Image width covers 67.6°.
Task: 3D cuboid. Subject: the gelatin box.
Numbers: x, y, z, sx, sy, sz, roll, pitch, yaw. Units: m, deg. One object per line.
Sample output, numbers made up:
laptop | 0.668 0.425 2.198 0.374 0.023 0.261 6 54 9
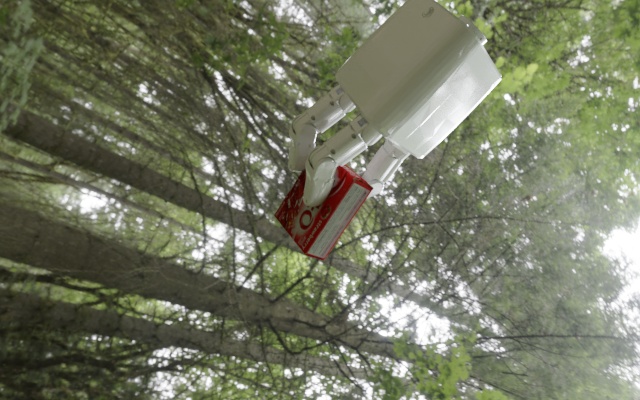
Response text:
gelatin box | 0.000 0.002 0.472 0.030 0.089 0.073 23 15 -41
